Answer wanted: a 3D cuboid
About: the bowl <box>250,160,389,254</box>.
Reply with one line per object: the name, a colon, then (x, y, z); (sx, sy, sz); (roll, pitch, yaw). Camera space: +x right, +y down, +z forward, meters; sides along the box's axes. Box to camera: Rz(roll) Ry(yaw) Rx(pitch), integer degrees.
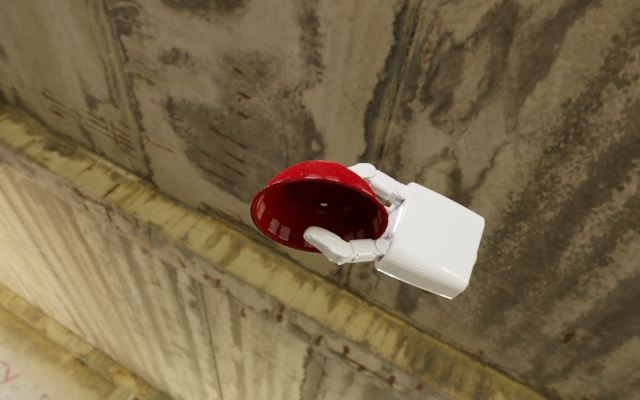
bowl: (-0.001, 0.001, 0.569); (0.162, 0.055, 0.162); (4, -34, 2)
